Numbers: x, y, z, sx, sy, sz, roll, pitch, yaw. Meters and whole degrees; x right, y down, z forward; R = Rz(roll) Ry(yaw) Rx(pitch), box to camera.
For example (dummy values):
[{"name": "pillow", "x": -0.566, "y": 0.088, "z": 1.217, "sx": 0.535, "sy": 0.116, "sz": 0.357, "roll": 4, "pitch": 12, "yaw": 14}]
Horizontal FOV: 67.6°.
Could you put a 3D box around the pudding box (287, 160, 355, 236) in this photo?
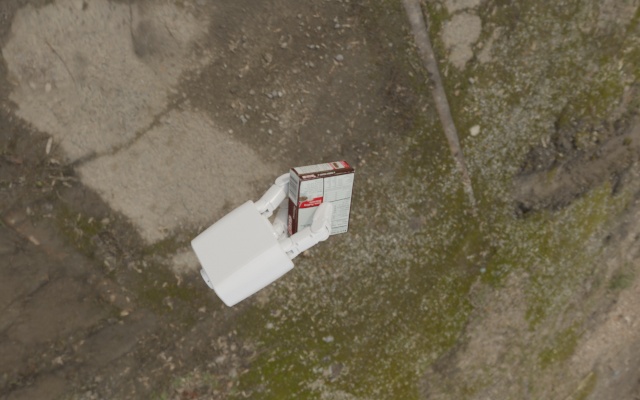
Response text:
[{"name": "pudding box", "x": 0.000, "y": 0.002, "z": 0.706, "sx": 0.090, "sy": 0.114, "sz": 0.039, "roll": -10, "pitch": 36, "yaw": -23}]
